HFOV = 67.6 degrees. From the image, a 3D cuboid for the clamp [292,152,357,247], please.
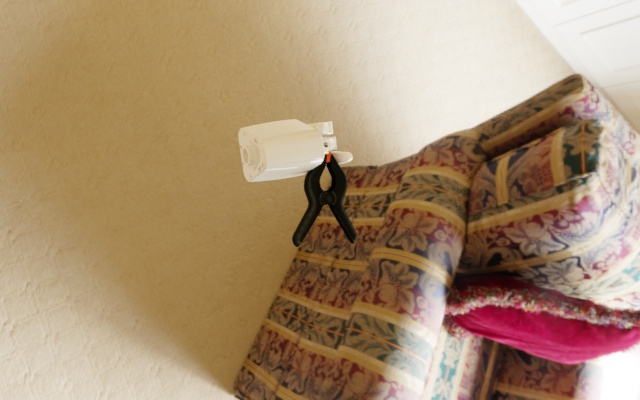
[{"bbox_3d":[0.000,0.003,0.834,0.120,0.171,0.039,-11,6,-26],"label":"clamp"}]
